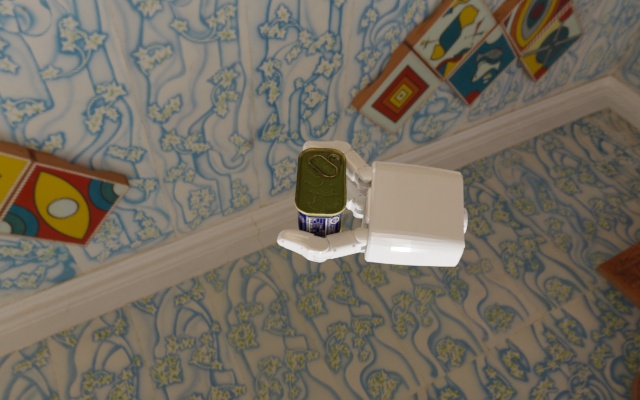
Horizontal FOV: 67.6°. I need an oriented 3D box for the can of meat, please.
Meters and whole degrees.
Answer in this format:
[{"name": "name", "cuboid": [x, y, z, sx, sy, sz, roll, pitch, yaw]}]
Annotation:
[{"name": "can of meat", "cuboid": [0.000, 0.002, 0.573, 0.057, 0.102, 0.084, 2, -39, 0]}]
